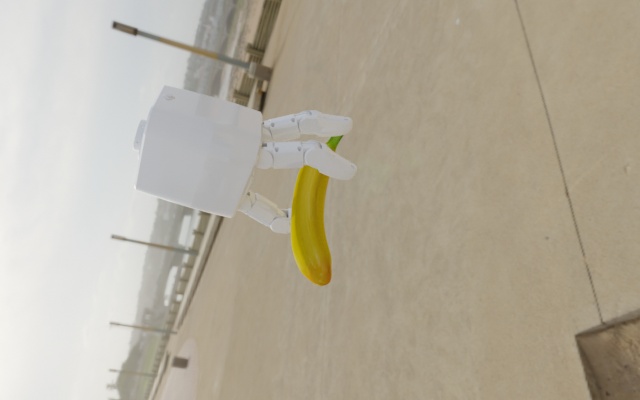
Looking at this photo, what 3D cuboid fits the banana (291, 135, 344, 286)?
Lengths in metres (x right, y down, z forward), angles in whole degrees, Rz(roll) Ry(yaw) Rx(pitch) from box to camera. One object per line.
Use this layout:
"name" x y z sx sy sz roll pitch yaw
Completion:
"banana" -0.007 0.009 0.504 0.037 0.197 0.070 18 -38 -17
